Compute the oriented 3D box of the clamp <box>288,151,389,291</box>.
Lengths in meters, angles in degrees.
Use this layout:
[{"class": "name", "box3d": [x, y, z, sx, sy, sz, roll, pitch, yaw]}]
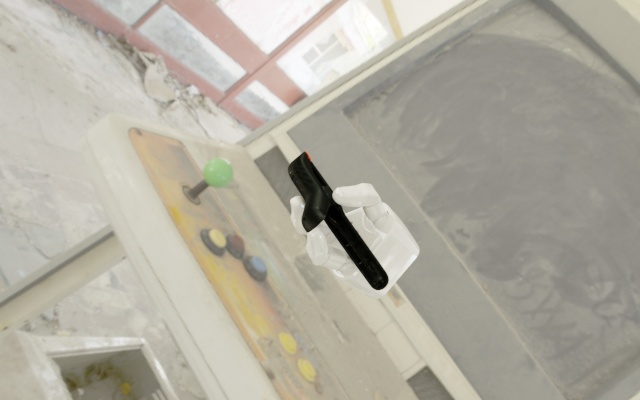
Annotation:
[{"class": "clamp", "box3d": [0.001, 0.001, 0.582, 0.036, 0.209, 0.165, -37, -40, 9]}]
